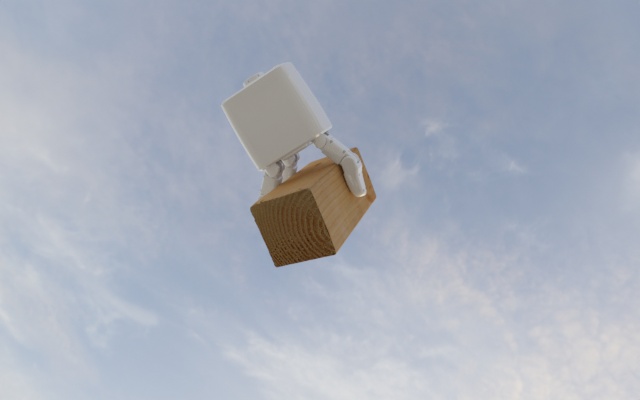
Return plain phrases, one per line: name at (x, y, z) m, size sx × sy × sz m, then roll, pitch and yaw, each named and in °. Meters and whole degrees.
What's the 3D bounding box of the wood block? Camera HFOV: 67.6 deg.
wood block at (0.000, 0.002, 0.669) m, size 0.091 × 0.090 × 0.206 m, roll -16°, pitch 13°, yaw 26°
